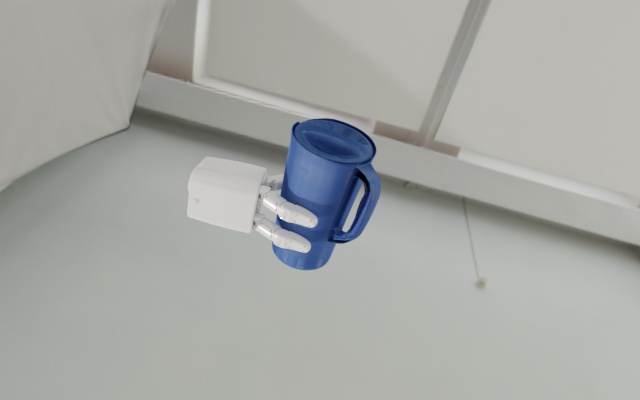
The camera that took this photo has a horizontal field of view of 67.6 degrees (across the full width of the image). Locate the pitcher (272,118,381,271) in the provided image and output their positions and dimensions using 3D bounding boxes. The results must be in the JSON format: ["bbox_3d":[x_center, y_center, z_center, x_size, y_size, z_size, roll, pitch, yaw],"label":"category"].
[{"bbox_3d":[0.000,0.002,0.777,0.145,0.243,0.149,12,35,-6],"label":"pitcher"}]
